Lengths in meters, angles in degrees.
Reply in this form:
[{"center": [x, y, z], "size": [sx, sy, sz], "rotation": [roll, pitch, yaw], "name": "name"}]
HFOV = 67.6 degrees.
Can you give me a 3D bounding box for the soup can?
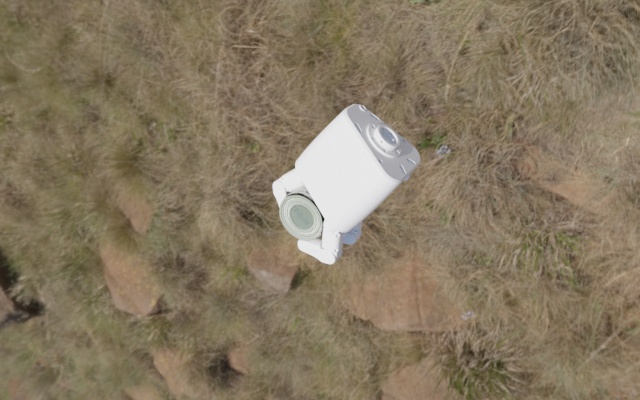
[{"center": [0.000, 0.002, 0.640], "size": [0.068, 0.068, 0.102], "rotation": [0, 24, 33], "name": "soup can"}]
